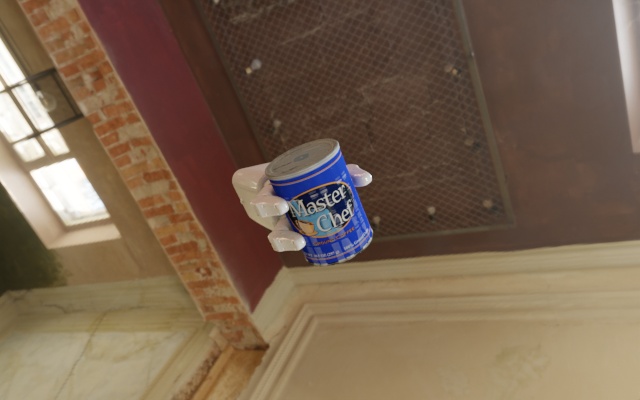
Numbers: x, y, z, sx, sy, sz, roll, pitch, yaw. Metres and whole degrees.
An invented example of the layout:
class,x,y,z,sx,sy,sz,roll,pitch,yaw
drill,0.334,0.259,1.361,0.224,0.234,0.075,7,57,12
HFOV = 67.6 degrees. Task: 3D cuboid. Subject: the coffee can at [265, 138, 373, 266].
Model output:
class,x,y,z,sx,sy,sz,roll,pitch,yaw
coffee can,0.000,0.002,0.642,0.103,0.140,0.102,-20,23,9
